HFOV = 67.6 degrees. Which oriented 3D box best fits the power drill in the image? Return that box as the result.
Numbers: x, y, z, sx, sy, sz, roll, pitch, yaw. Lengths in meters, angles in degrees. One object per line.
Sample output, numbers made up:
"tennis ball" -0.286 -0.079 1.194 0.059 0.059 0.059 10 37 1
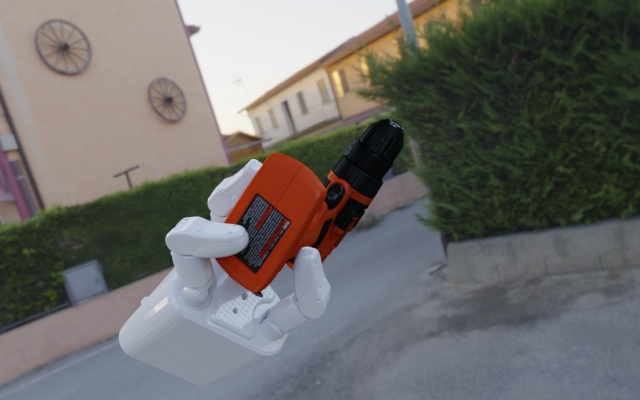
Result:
"power drill" 0.000 0.002 0.423 0.057 0.184 0.187 37 15 16
